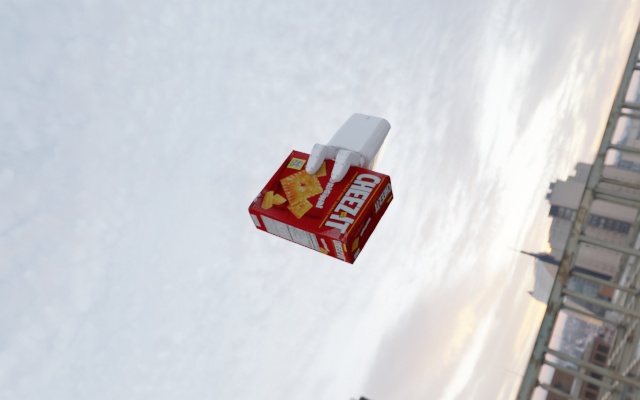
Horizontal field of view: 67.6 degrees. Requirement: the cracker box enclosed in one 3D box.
[{"bbox_3d":[0.000,0.003,0.867,0.213,0.164,0.072,17,-34,29],"label":"cracker box"}]
